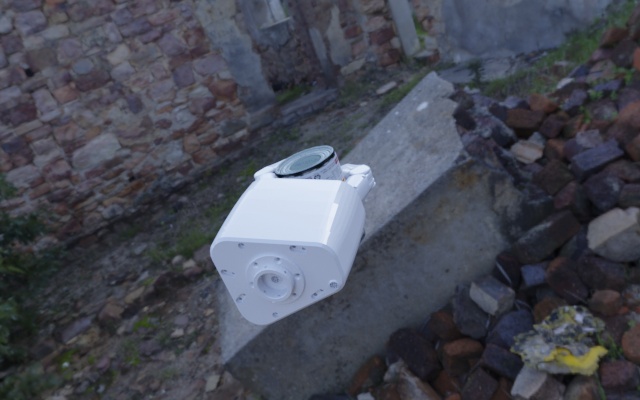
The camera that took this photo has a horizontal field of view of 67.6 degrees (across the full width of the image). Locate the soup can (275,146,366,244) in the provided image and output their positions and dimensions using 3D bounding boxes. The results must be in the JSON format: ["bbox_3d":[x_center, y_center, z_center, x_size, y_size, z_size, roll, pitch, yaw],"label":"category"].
[{"bbox_3d":[0.000,0.001,0.509,0.068,0.102,0.068,-19,23,8],"label":"soup can"}]
